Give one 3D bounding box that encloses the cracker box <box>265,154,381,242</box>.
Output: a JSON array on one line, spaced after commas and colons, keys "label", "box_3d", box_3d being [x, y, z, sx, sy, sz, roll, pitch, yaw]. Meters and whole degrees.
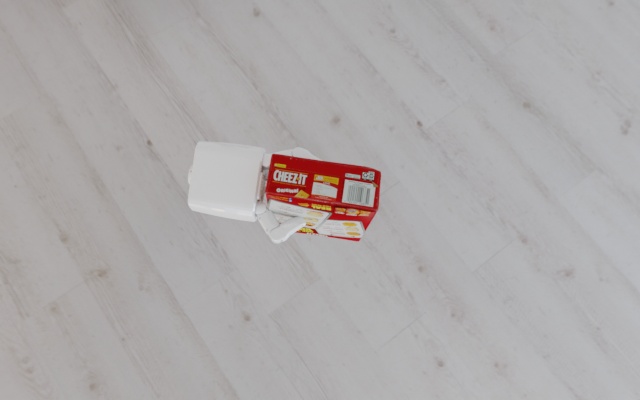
[{"label": "cracker box", "box_3d": [0.000, 0.003, 0.777, 0.164, 0.072, 0.214, 8, -17, 0]}]
